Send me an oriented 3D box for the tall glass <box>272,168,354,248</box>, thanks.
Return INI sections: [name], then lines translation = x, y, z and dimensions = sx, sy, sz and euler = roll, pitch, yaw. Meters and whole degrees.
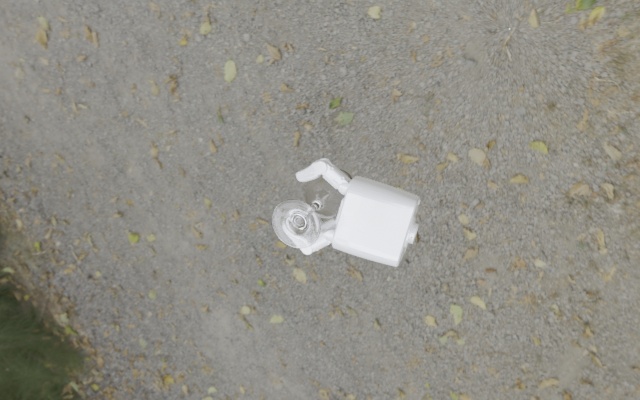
[tall glass]
translation = 0.000, 0.003, 0.761
dimensions = 0.079, 0.079, 0.201
euler = 0, 19, 21
